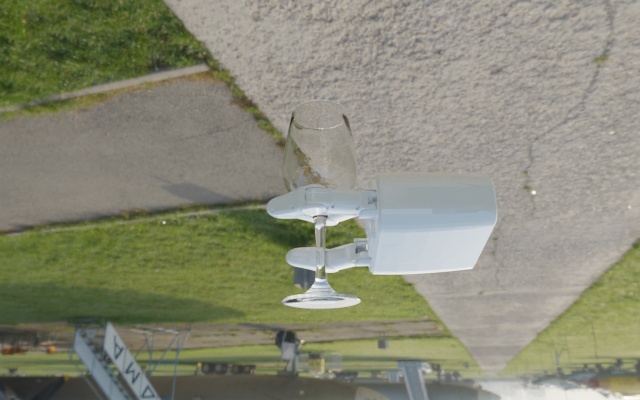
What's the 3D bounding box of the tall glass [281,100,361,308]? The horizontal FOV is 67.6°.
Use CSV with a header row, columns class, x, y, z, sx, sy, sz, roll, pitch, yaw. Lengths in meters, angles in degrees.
class,x,y,z,sx,sy,sz,roll,pitch,yaw
tall glass,0.000,0.002,0.478,0.079,0.201,0.079,-1,-21,0
